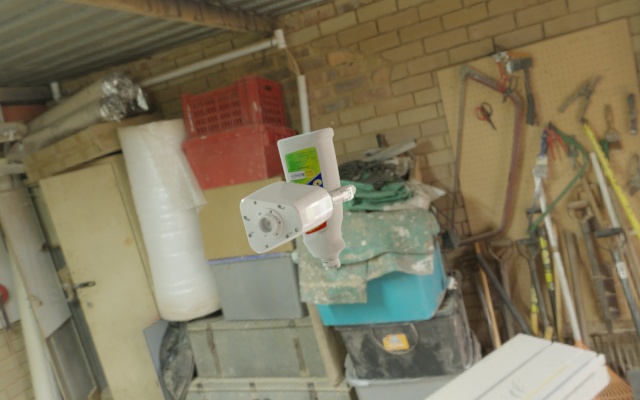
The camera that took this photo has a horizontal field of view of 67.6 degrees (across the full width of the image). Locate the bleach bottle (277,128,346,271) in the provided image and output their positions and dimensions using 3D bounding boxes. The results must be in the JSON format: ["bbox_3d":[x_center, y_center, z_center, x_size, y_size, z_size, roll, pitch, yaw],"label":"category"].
[{"bbox_3d":[0.000,0.003,0.862,0.102,0.251,0.068,-10,9,27],"label":"bleach bottle"}]
